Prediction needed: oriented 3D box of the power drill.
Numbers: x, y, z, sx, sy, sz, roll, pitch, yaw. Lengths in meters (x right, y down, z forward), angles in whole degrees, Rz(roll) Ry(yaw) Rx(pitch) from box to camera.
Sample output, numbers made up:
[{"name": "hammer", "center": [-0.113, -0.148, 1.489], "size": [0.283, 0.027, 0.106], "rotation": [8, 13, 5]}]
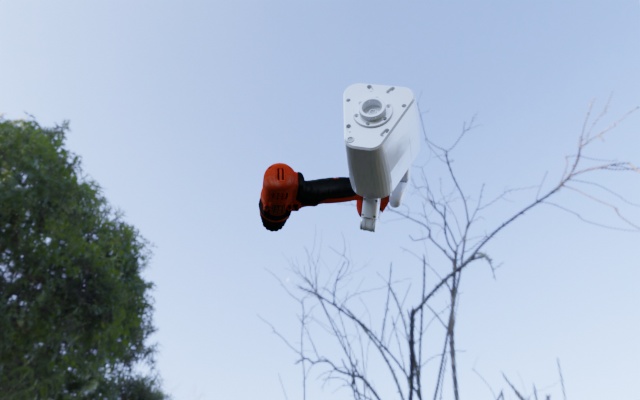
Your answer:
[{"name": "power drill", "center": [0.001, 0.002, 0.727], "size": [0.187, 0.057, 0.184], "rotation": [-2, -22, -10]}]
